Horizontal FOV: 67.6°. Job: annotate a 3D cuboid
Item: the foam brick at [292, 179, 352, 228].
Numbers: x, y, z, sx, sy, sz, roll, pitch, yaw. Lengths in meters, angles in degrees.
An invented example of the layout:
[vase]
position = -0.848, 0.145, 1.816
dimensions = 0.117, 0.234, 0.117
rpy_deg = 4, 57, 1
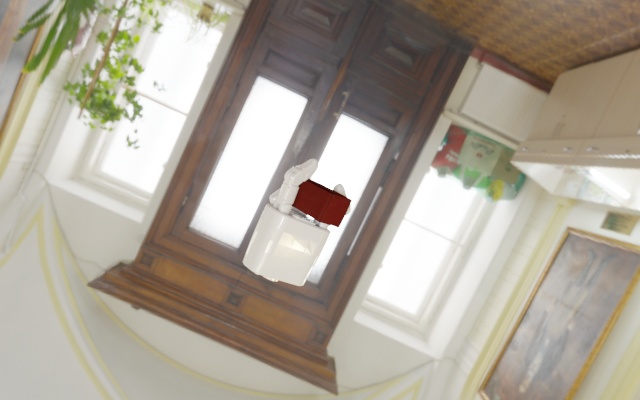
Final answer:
[foam brick]
position = 0.000, 0.003, 0.763
dimensions = 0.078, 0.051, 0.053
rpy_deg = 29, 5, 42
